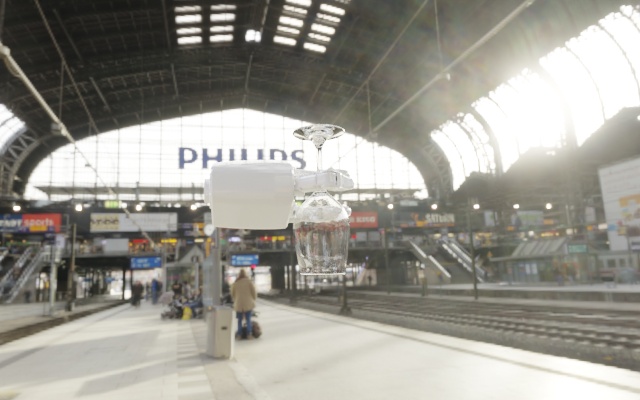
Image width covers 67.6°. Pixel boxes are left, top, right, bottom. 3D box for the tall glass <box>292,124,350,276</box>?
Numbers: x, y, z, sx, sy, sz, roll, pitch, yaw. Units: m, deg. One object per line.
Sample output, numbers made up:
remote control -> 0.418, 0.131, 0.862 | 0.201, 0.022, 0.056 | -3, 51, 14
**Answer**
tall glass -> 0.000, 0.001, 0.659 | 0.079, 0.201, 0.079 | -2, -9, 0
